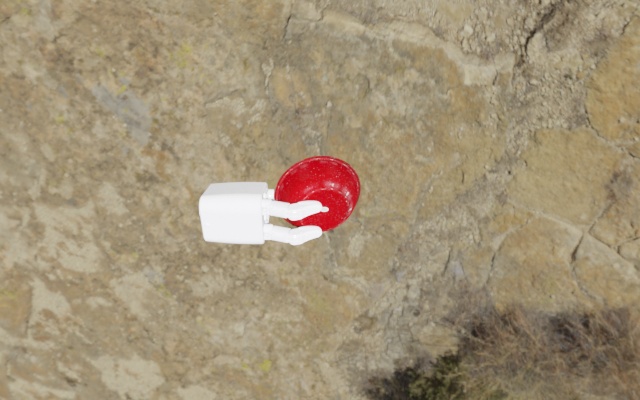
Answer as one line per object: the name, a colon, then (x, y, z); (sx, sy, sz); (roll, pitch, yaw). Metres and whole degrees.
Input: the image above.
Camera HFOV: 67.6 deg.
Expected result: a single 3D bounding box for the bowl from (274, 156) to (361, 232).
bowl: (0.001, 0.003, 0.856); (0.162, 0.162, 0.055); (0, 34, -14)
